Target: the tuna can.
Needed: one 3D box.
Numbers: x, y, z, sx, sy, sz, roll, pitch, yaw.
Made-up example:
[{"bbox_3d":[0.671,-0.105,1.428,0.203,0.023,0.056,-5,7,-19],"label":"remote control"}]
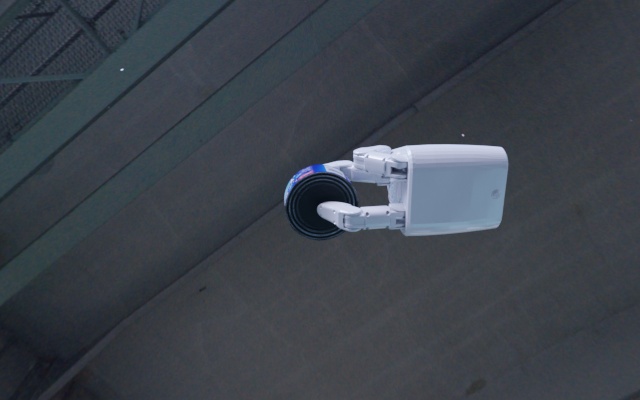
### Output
[{"bbox_3d":[0.000,0.002,0.563,0.086,0.086,0.033,0,22,-8],"label":"tuna can"}]
